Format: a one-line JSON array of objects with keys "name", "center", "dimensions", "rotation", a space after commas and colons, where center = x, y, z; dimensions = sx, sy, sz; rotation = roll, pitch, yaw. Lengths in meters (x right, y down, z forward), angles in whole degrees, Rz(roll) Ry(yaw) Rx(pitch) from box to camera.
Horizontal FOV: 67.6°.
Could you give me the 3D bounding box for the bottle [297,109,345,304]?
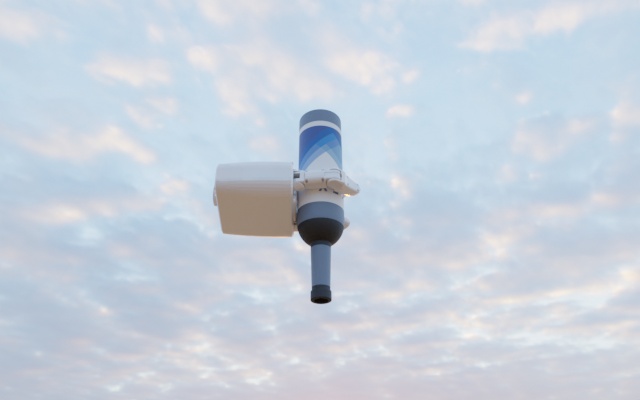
[{"name": "bottle", "center": [0.000, 0.002, 0.684], "dimensions": [0.069, 0.295, 0.069], "rotation": [0, -31, 0]}]
